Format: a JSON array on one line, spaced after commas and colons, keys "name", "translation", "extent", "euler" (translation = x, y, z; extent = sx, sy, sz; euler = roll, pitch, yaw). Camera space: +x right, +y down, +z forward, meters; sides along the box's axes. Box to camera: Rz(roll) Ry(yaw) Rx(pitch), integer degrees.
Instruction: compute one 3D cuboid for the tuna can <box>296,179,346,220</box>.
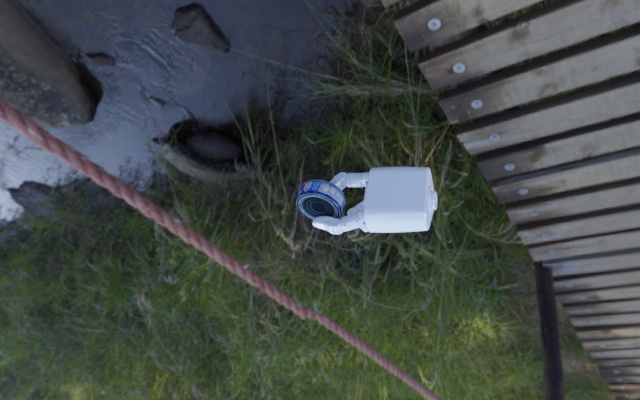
[{"name": "tuna can", "translation": [0.000, 0.003, 0.861], "extent": [0.086, 0.033, 0.086], "euler": [13, -37, 10]}]
